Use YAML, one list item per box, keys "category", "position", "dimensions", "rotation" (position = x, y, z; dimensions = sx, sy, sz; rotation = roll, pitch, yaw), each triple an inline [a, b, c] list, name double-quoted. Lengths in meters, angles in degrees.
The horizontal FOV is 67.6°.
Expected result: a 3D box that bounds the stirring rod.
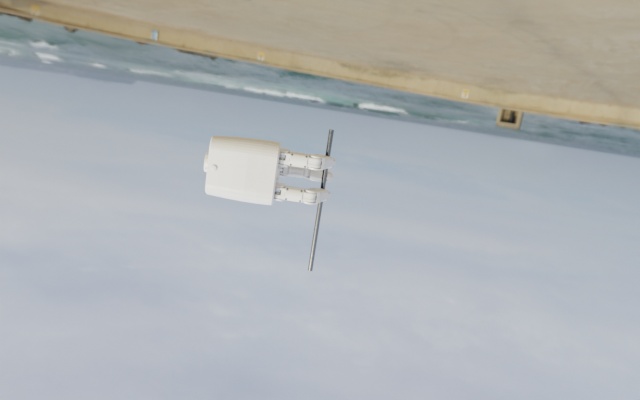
- category: "stirring rod"
  position: [0.000, 0.002, 0.793]
  dimensions: [0.011, 0.239, 0.011]
  rotation: [8, 11, -2]
